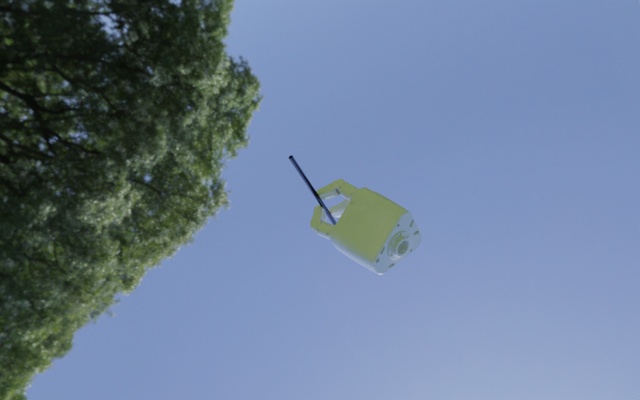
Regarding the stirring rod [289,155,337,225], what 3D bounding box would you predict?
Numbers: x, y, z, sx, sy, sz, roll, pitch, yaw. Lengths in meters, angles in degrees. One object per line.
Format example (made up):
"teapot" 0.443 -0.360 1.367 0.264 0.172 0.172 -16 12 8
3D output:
"stirring rod" 0.000 0.003 0.872 0.011 0.011 0.240 0 -39 32
